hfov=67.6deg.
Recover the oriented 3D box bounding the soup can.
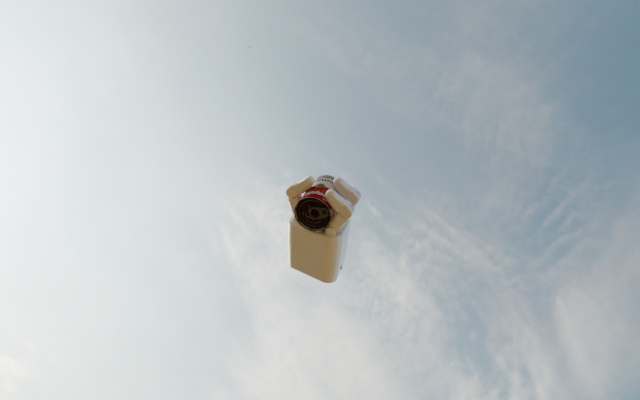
[{"bbox_3d":[0.000,0.002,0.877,0.068,0.068,0.102,0,26,19],"label":"soup can"}]
